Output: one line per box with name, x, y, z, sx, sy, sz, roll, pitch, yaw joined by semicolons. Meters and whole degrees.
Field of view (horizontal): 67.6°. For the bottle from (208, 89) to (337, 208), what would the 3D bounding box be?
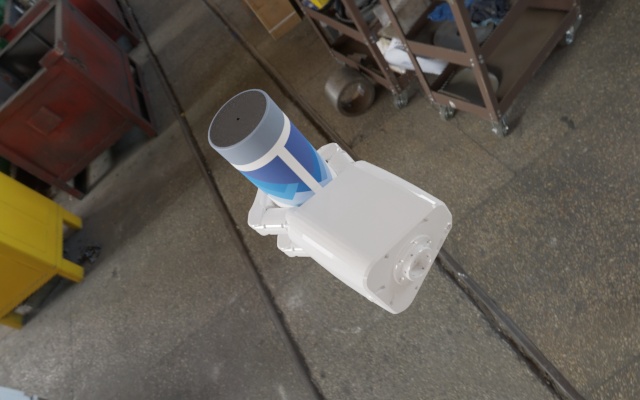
bottle;0.000;0.002;0.521;0.069;0.069;0.296;0;-30;34
